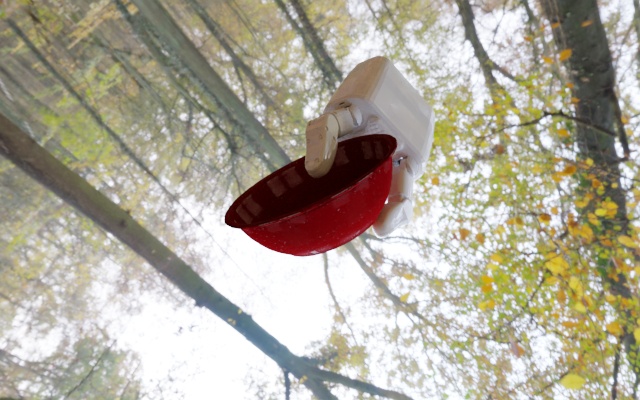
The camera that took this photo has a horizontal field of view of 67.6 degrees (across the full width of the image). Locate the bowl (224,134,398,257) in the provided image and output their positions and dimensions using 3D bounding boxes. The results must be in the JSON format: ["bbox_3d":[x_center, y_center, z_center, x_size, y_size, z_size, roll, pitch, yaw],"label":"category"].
[{"bbox_3d":[-0.001,0.002,0.417,0.162,0.055,0.162,-23,18,8],"label":"bowl"}]
